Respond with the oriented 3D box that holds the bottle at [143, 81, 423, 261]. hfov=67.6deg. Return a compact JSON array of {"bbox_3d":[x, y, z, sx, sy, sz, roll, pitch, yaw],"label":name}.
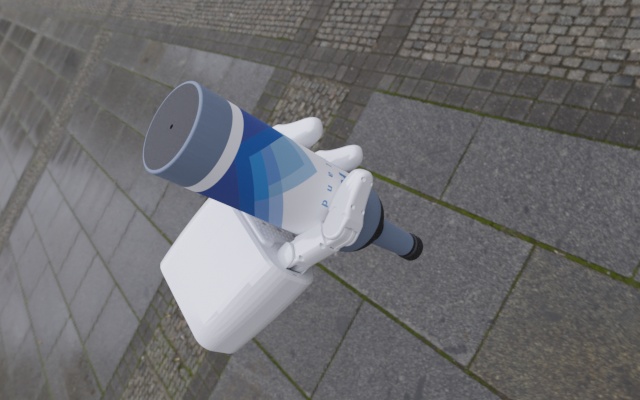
[{"bbox_3d":[0.000,0.001,0.408,0.069,0.069,0.296,0,-20,45],"label":"bottle"}]
